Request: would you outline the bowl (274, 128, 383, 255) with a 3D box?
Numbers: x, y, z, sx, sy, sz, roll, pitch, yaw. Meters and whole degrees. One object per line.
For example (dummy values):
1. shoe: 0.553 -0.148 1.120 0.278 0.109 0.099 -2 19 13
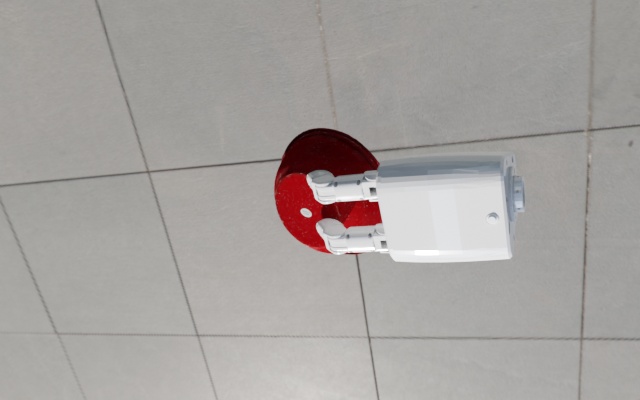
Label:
1. bowl: -0.001 0.002 0.549 0.162 0.162 0.055 0 23 39
